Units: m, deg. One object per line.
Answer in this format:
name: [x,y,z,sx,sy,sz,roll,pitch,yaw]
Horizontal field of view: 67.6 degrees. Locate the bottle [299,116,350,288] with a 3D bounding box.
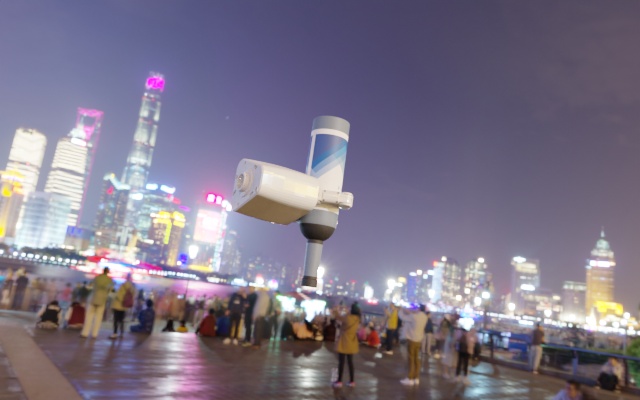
bottle: [0.000,0.002,0.834,0.069,0.295,0.069,8,-11,1]
